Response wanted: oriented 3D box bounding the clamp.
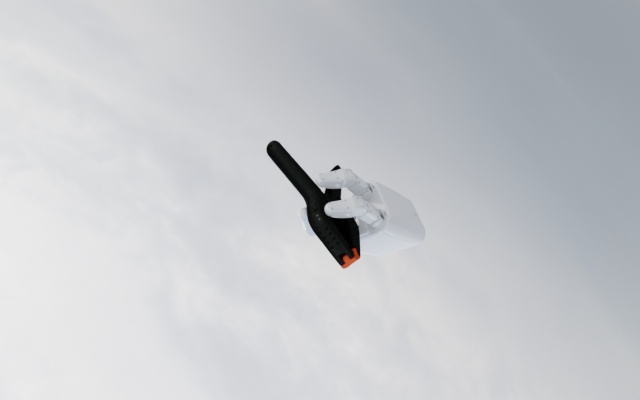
[{"bbox_3d":[0.000,0.003,0.709,0.164,0.209,0.036,21,-52,-42],"label":"clamp"}]
